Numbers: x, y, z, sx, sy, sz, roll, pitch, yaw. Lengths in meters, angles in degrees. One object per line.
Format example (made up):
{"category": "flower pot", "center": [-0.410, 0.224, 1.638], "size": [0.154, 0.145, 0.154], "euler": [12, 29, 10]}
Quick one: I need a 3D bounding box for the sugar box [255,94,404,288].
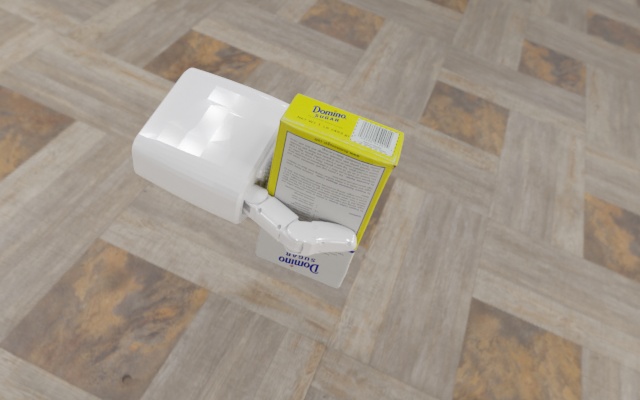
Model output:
{"category": "sugar box", "center": [0.000, 0.001, 0.422], "size": [0.093, 0.048, 0.176], "euler": [22, -41, 3]}
